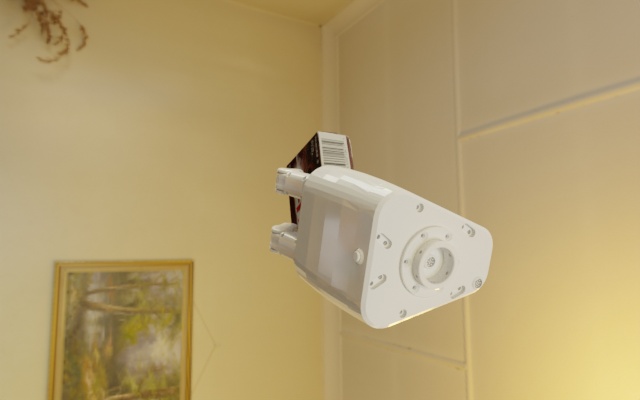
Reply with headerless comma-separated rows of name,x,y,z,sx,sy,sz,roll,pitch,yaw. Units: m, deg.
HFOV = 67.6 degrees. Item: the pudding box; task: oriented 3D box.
pudding box,0.000,0.002,0.472,0.039,0.113,0.090,4,-20,-24
